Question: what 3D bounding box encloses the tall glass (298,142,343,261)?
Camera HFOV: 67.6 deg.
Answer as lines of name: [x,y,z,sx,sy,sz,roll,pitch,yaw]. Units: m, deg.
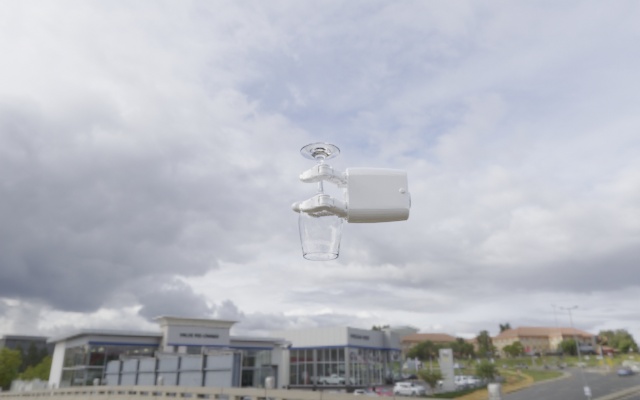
tall glass: [0.000,0.002,0.848,0.079,0.201,0.079,0,-20,0]
